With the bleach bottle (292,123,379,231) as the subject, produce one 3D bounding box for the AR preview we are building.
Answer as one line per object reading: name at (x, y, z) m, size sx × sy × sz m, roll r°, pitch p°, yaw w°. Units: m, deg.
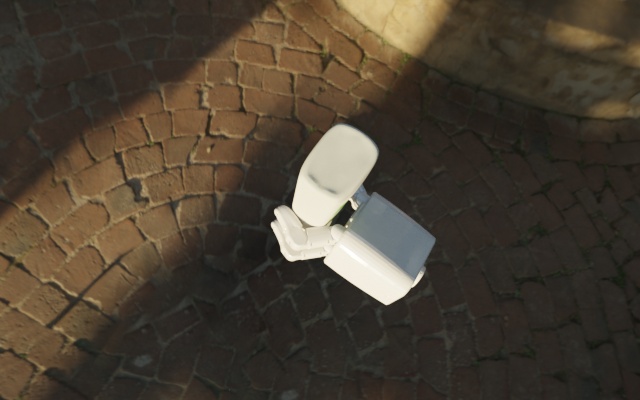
bleach bottle at (0.000, 0.002, 0.648) m, size 0.068 × 0.102 × 0.251 m, roll 35°, pitch -23°, yaw 4°
